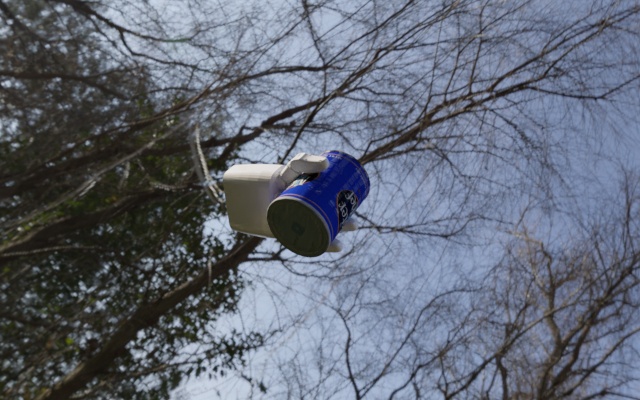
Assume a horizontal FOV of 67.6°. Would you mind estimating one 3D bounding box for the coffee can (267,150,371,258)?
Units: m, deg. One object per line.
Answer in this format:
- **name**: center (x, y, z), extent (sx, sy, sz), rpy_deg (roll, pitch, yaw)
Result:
- **coffee can**: center (0.000, 0.002, 0.716), extent (0.103, 0.103, 0.140), rpy_deg (0, 33, 35)
